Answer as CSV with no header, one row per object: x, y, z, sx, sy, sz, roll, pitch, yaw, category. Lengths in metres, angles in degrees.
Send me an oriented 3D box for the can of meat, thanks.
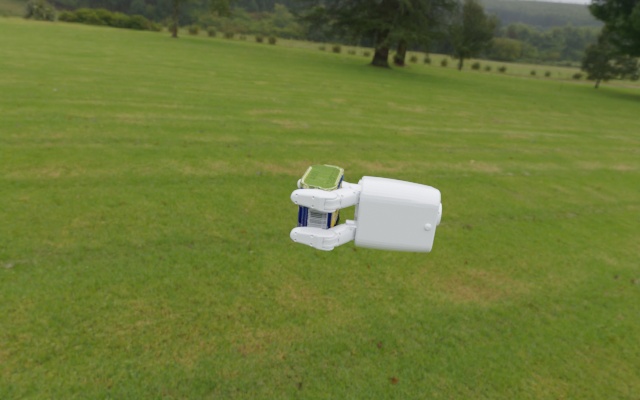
0.000,0.002,0.686,0.057,0.084,0.102,8,23,7,can of meat
